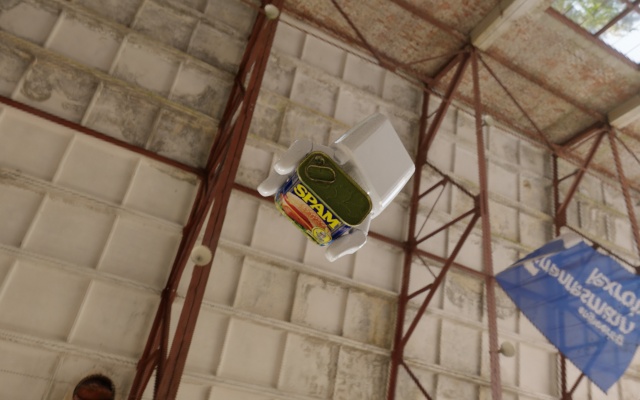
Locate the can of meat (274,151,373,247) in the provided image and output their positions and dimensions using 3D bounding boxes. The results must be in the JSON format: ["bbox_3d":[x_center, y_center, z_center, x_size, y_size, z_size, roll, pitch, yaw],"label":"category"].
[{"bbox_3d":[0.000,0.002,0.598,0.057,0.102,0.084,-47,2,-38],"label":"can of meat"}]
